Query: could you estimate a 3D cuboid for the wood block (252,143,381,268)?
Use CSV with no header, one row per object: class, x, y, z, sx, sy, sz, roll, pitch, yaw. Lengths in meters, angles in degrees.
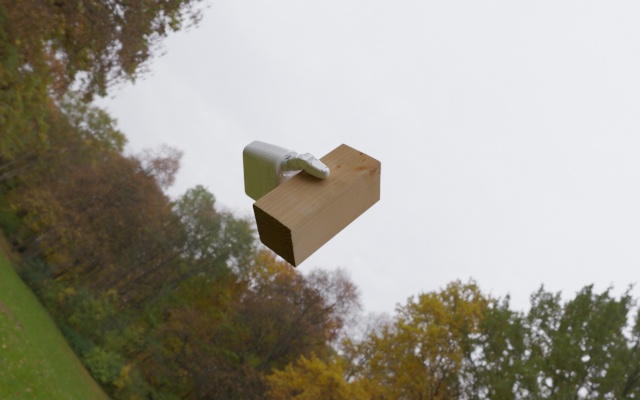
wood block,0.000,0.002,0.787,0.090,0.091,0.206,31,54,34
